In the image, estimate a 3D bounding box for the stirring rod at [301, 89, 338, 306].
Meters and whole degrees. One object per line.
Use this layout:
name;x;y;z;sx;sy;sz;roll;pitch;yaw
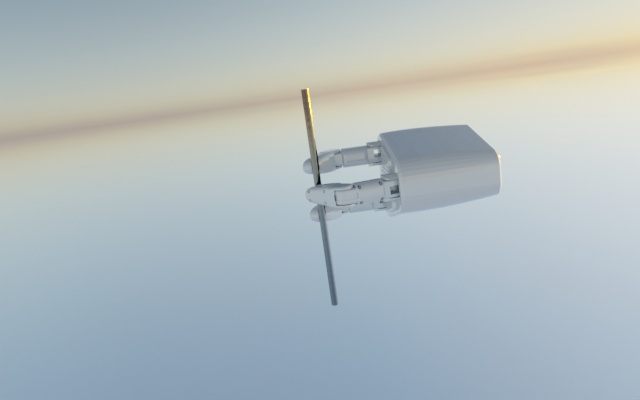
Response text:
stirring rod;0.000;0.002;0.517;0.011;0.239;0.011;-8;13;2
